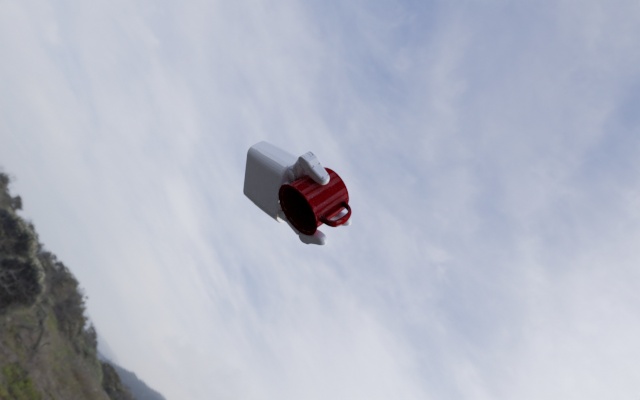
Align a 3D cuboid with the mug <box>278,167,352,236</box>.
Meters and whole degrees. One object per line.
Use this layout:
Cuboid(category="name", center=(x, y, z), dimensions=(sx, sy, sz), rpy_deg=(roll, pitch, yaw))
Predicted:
Cuboid(category="mug", center=(0.001, 0.003, 0.769), dimensions=(0.081, 0.093, 0.117), rpy_deg=(-33, 47, -30))
